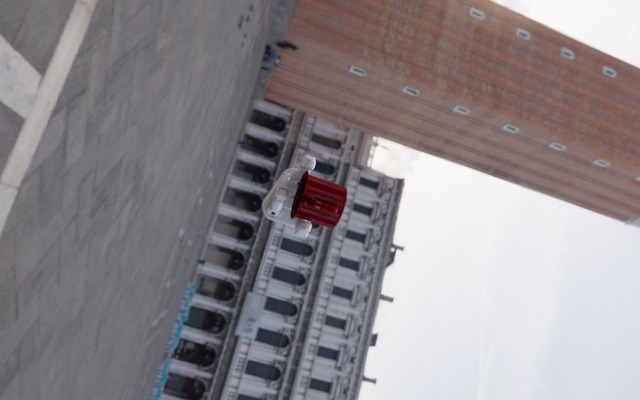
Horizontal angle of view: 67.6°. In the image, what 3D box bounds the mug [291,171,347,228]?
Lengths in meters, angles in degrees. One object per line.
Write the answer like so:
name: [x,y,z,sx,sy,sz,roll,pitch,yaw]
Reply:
mug: [0.001,0.003,0.867,0.081,0.093,0.117,18,3,-11]
